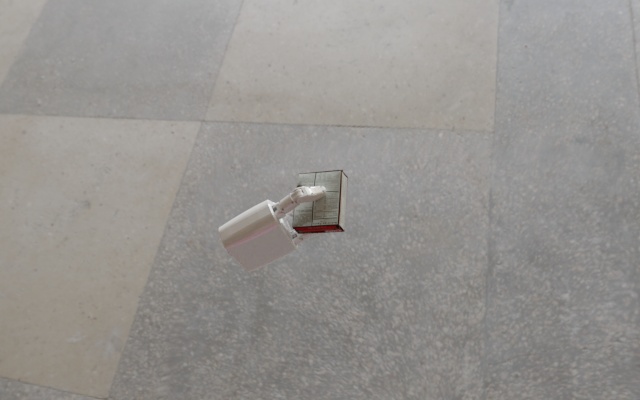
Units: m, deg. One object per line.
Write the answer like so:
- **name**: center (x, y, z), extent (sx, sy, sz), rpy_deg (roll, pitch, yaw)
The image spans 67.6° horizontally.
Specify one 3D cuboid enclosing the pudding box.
- **pudding box**: center (0.000, 0.003, 0.866), extent (0.090, 0.113, 0.039), rpy_deg (-3, -23, 18)
